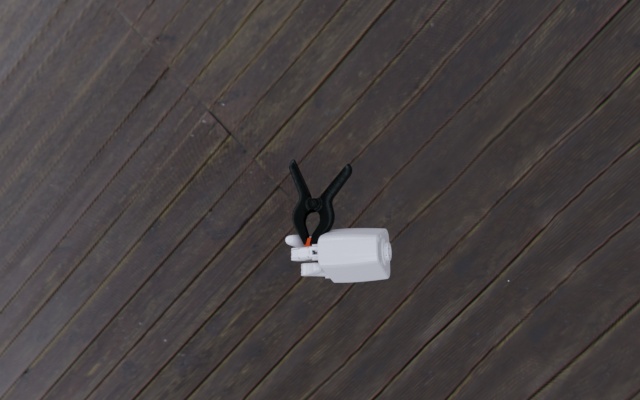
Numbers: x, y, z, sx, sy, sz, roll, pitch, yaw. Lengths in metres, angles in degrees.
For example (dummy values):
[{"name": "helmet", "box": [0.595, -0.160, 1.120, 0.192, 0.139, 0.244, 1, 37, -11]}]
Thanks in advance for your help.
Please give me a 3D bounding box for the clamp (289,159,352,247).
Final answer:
[{"name": "clamp", "box": [0.000, 0.003, 0.884, 0.120, 0.171, 0.039, -4, -10, 17]}]
